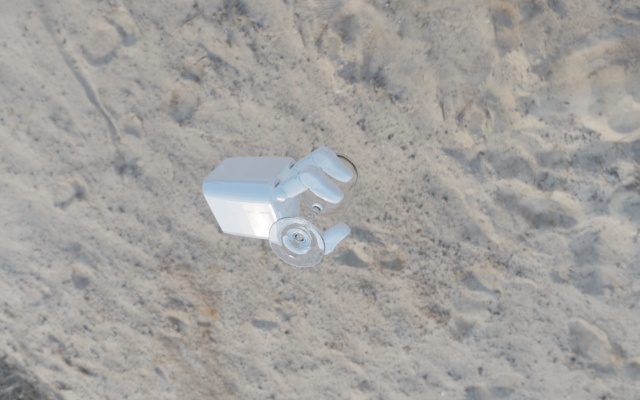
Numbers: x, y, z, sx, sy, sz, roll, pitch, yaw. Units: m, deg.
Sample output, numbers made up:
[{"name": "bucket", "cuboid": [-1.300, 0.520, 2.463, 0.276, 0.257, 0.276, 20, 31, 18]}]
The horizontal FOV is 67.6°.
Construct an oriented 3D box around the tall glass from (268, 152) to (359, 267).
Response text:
[{"name": "tall glass", "cuboid": [0.000, 0.003, 0.662, 0.079, 0.079, 0.201, 0, 30, 21]}]
